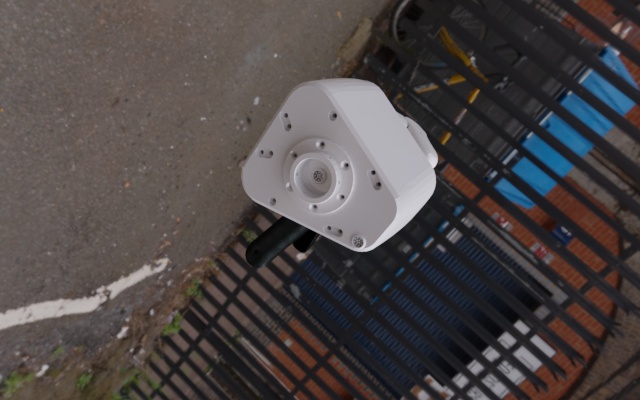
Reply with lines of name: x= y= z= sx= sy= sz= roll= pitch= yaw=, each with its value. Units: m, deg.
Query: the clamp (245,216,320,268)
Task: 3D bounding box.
clamp: x=0.001 y=0.002 z=0.456 sx=0.039 sy=0.171 sz=0.120 roll=42 pitch=24 yaw=9
